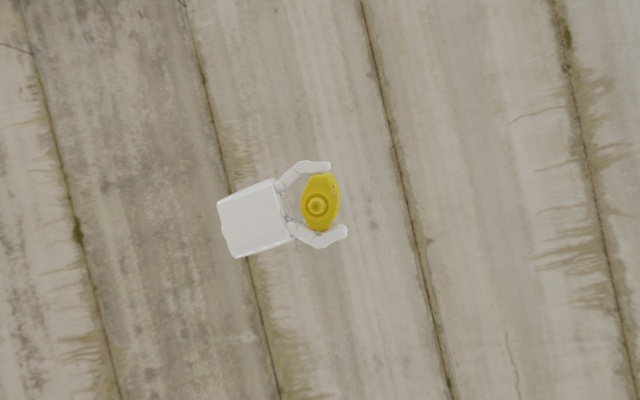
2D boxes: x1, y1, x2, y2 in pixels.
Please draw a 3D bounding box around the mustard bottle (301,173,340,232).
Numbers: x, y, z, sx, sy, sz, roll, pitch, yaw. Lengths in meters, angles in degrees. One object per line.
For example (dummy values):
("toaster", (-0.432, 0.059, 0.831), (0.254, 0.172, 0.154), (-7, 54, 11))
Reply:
("mustard bottle", (0.000, 0.003, 0.816), (0.058, 0.096, 0.191), (3, 4, 5))
